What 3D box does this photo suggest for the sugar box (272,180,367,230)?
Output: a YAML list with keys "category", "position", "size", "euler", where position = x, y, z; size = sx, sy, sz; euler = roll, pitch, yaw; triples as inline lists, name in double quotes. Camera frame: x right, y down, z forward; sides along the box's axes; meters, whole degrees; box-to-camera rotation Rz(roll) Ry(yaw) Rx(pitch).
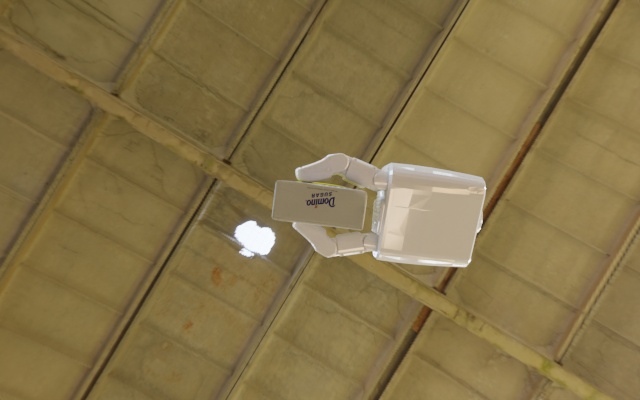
- category: "sugar box"
  position: [0.000, 0.001, 0.553]
  size: [0.093, 0.048, 0.176]
  euler: [7, -1, 0]
